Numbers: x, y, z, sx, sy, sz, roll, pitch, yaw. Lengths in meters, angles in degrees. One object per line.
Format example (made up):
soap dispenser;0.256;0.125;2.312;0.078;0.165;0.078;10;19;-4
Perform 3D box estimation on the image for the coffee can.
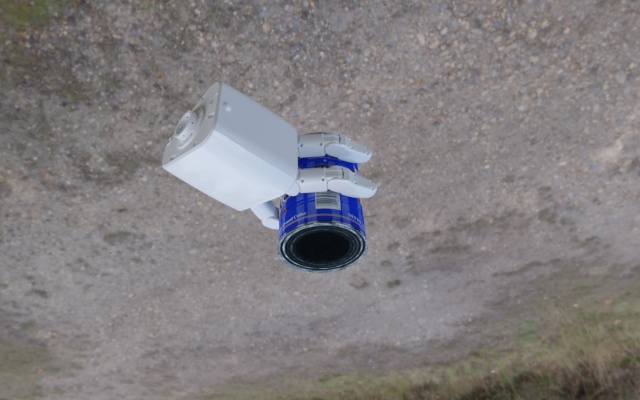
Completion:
coffee can;0.000;0.002;0.581;0.103;0.140;0.103;-2;-39;-1
